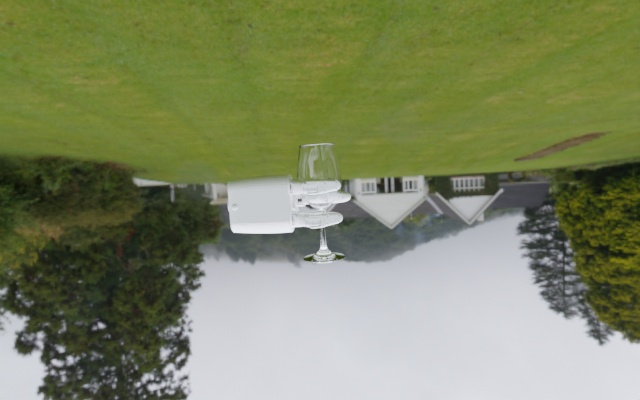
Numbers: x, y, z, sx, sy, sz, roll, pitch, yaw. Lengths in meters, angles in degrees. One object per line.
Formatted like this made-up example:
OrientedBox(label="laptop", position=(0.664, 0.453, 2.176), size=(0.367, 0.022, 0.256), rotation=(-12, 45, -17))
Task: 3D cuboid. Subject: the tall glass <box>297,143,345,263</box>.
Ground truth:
OrientedBox(label="tall glass", position=(0.000, 0.003, 0.829), size=(0.079, 0.201, 0.079), rotation=(-3, 6, 0))
